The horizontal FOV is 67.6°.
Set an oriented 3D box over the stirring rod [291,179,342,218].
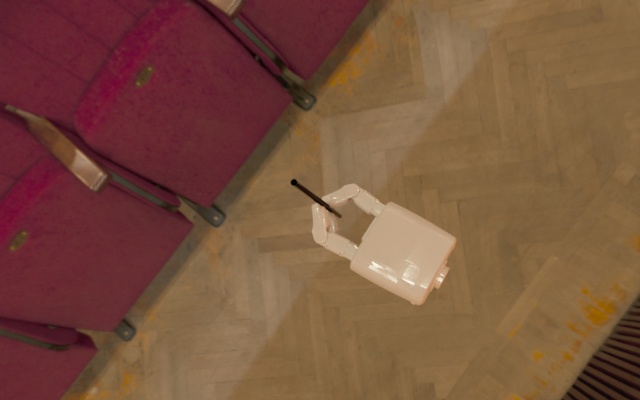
[{"bbox_3d":[0.000,0.002,0.663,0.011,0.011,0.239,0,-11,15],"label":"stirring rod"}]
